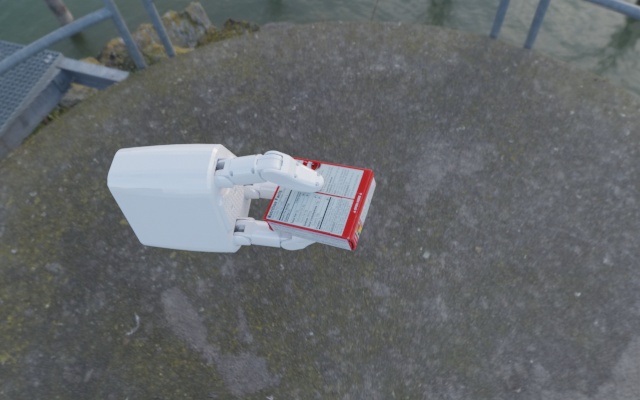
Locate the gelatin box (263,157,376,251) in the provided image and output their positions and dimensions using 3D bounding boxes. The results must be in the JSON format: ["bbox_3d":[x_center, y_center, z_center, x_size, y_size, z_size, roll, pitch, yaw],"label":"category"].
[{"bbox_3d":[0.000,0.001,0.453,0.089,0.073,0.030,11,-25,21],"label":"gelatin box"}]
